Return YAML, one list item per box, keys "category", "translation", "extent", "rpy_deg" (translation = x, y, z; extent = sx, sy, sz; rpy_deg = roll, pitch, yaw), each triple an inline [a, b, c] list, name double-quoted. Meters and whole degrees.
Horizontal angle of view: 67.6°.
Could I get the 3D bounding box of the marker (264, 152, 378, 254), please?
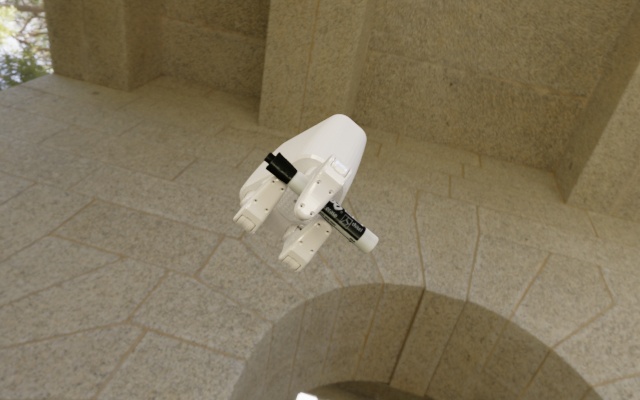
- category: "marker"
  translation: [0.000, 0.001, 0.412]
  extent: [0.121, 0.020, 0.020]
  rpy_deg: [41, -8, -9]
